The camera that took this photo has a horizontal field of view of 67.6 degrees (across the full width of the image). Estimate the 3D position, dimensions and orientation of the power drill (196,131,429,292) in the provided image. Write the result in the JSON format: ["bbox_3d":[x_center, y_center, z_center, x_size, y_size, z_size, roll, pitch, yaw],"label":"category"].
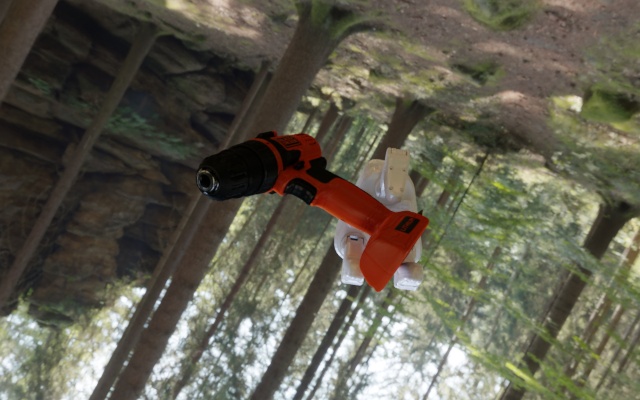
[{"bbox_3d":[0.001,0.002,0.447,0.187,0.057,0.184,36,27,13],"label":"power drill"}]
